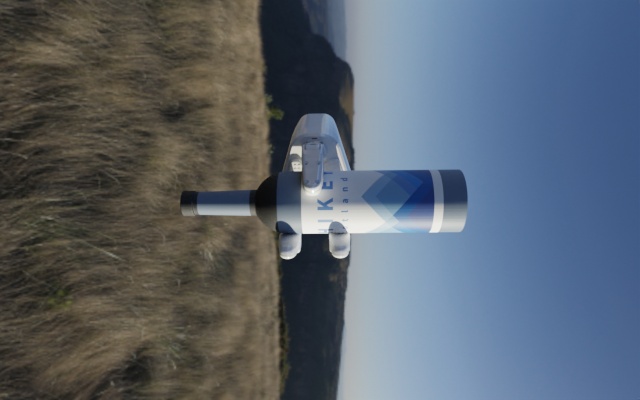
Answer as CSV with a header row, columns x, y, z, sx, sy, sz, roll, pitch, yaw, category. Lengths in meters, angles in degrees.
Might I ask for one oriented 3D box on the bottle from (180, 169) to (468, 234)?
x,y,z,sx,sy,sz,roll,pitch,yaw,category
0.000,0.002,0.510,0.296,0.069,0.069,-1,0,1,bottle
